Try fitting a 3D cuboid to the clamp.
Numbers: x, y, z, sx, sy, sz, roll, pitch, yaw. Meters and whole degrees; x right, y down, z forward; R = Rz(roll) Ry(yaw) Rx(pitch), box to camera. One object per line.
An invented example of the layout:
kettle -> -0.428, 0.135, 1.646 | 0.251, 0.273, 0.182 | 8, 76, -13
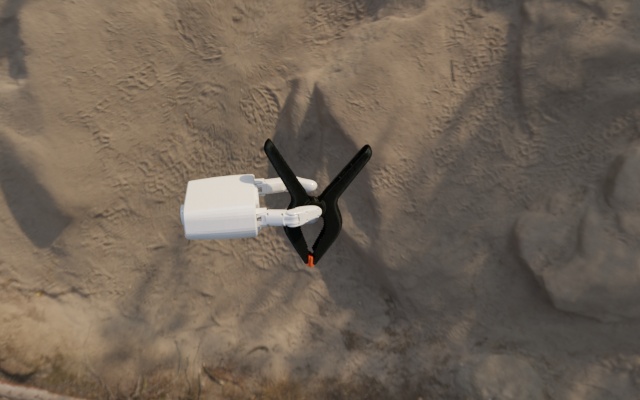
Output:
clamp -> 0.000, 0.003, 0.749 | 0.164, 0.210, 0.036 | -4, 18, -5
